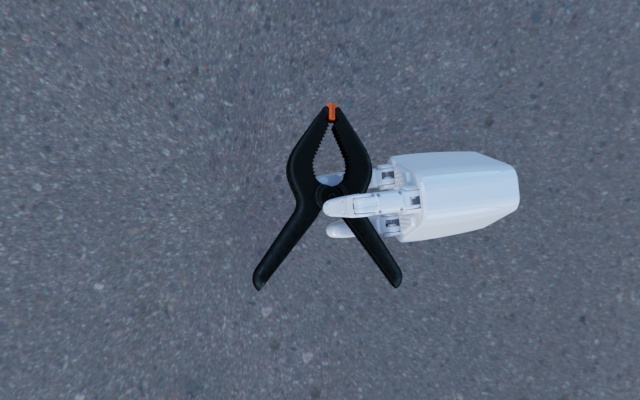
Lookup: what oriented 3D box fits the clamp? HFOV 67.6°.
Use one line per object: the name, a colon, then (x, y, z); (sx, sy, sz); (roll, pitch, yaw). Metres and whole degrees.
clamp: (0.000, 0.001, 0.519); (0.164, 0.210, 0.036); (-6, 1, -10)
